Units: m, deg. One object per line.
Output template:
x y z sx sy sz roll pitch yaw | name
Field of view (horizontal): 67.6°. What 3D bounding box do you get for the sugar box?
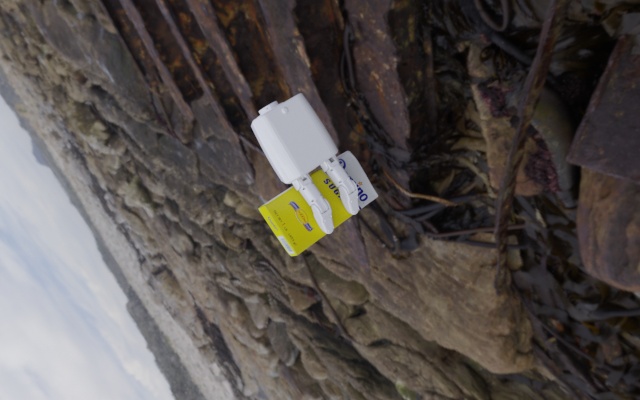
0.000 0.002 0.763 0.176 0.093 0.048 -35 7 -21 | sugar box
